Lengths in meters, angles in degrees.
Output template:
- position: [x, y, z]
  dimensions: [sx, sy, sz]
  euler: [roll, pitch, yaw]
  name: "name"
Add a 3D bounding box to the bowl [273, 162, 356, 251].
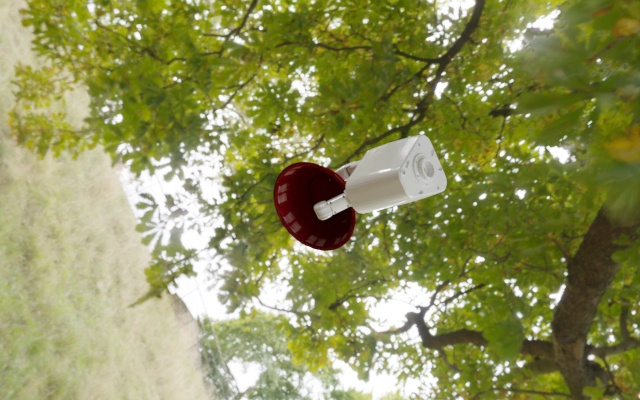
- position: [-0.001, 0.003, 0.814]
  dimensions: [0.162, 0.162, 0.055]
  euler: [0, 23, 33]
  name: "bowl"
